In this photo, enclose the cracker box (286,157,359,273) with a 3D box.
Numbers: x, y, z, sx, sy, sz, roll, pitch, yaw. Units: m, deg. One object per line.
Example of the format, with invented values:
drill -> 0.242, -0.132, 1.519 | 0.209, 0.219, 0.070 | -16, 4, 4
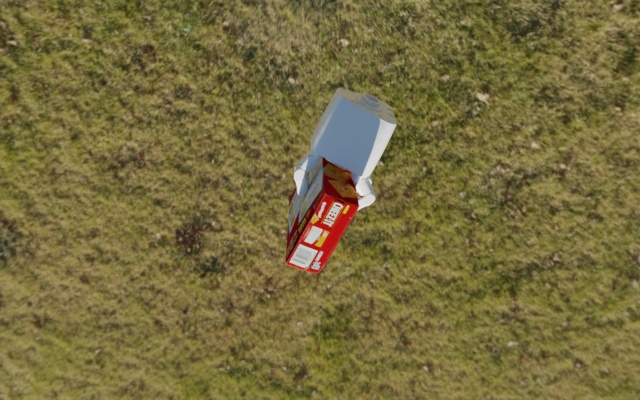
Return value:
cracker box -> 0.000, 0.003, 0.880 | 0.072, 0.164, 0.213 | 21, 30, -14
